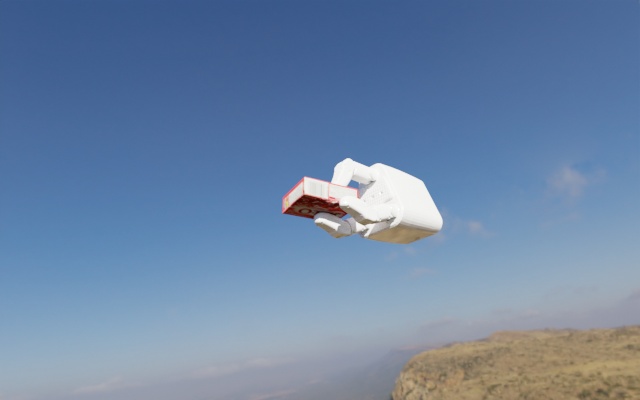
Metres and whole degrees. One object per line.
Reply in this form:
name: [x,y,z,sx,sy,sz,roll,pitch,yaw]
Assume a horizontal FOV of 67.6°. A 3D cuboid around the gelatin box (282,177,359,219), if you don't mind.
gelatin box: [0.000,0.002,0.683,0.089,0.030,0.073,12,-28,-25]
